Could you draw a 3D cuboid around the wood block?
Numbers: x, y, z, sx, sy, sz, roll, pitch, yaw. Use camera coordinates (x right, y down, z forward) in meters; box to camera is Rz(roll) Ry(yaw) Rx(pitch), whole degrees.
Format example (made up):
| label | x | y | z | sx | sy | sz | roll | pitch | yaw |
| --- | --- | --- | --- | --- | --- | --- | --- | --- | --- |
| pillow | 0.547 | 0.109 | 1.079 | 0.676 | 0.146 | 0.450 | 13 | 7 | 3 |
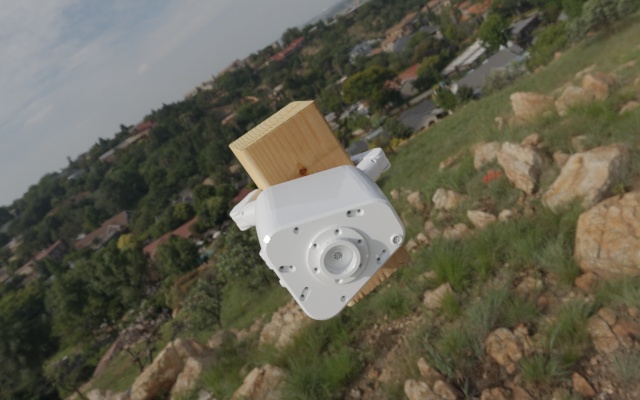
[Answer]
| label | x | y | z | sx | sy | sz | roll | pitch | yaw |
| --- | --- | --- | --- | --- | --- | --- | --- | --- | --- |
| wood block | 0.000 | 0.002 | 0.531 | 0.091 | 0.206 | 0.090 | -36 | 19 | -10 |
